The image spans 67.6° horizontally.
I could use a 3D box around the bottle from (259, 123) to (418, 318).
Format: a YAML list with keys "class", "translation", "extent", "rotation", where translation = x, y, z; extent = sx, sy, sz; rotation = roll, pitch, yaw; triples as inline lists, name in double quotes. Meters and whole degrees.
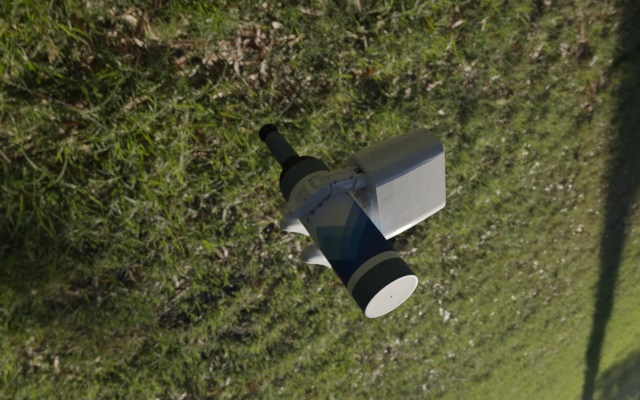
- class: "bottle"
  translation: [0.000, 0.002, 0.570]
  extent: [0.069, 0.069, 0.295]
  rotation: [0, 41, -41]
